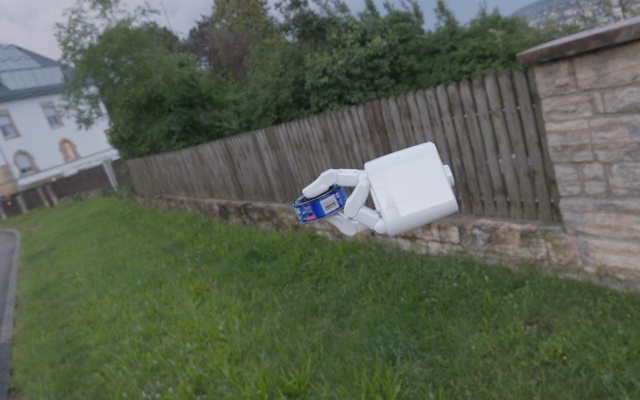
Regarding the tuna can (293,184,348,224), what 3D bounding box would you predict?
[{"bbox_3d":[0.000,0.002,0.754,0.086,0.034,0.086,-24,12,6],"label":"tuna can"}]
